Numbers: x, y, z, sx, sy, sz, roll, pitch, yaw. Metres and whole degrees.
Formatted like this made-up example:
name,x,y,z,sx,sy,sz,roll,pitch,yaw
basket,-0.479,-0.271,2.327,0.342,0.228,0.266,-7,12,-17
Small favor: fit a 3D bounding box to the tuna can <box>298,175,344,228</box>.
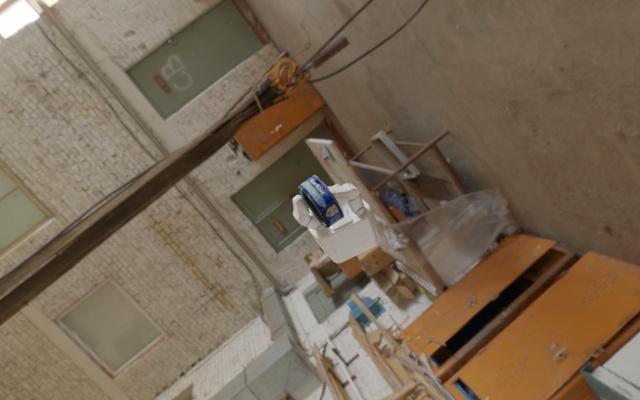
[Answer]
name,x,y,z,sx,sy,sz,roll,pitch,yaw
tuna can,0.000,0.003,0.780,0.034,0.086,0.086,-35,6,-9
